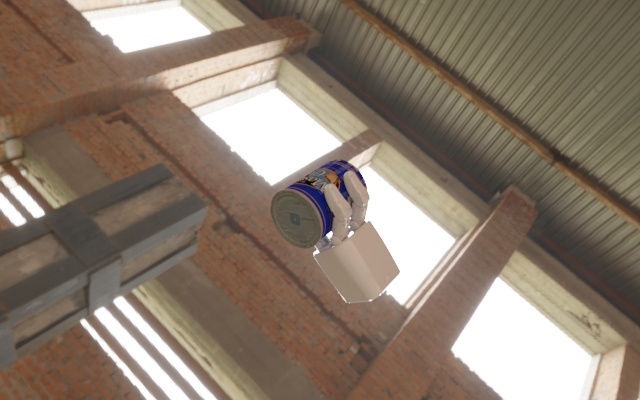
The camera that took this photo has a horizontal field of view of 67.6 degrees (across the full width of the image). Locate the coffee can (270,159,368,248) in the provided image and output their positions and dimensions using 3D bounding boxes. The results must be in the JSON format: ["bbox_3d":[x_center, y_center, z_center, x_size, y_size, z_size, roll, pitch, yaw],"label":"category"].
[{"bbox_3d":[0.000,0.003,0.800,0.103,0.103,0.140,0,24,40],"label":"coffee can"}]
